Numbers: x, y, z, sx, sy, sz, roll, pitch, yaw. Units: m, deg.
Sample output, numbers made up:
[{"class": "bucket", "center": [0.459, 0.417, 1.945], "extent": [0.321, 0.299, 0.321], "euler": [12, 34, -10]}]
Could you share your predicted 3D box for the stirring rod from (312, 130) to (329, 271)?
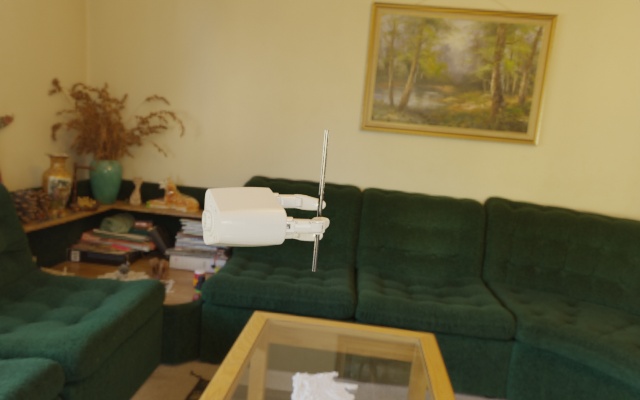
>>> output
[{"class": "stirring rod", "center": [0.000, 0.003, 0.806], "extent": [0.011, 0.239, 0.011], "euler": [5, 9, -1]}]
